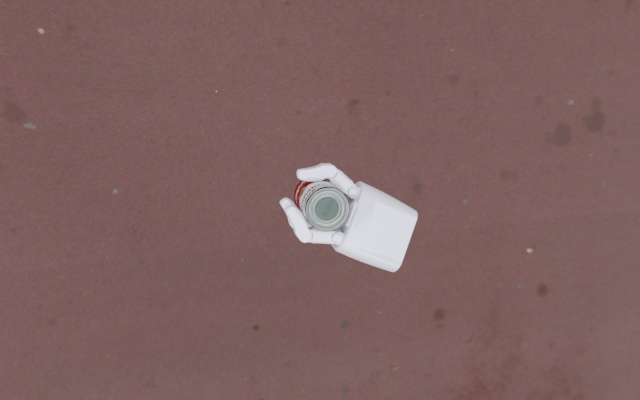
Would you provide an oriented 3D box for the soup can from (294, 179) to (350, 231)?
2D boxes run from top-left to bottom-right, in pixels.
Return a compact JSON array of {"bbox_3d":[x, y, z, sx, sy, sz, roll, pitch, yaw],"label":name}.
[{"bbox_3d":[0.000,0.002,0.730,0.068,0.068,0.102,0,13,-12],"label":"soup can"}]
